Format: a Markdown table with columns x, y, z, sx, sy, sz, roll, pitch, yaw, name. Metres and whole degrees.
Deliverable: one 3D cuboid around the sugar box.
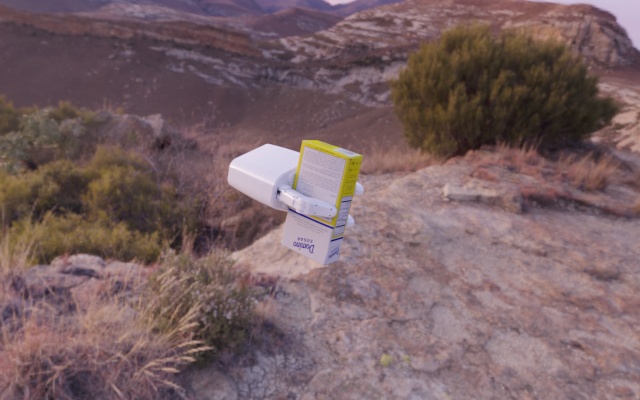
| x | y | z | sx | sy | sz | roll | pitch | yaw | name |
| --- | --- | --- | --- | --- | --- | --- | --- | --- | --- |
| 0.000 | 0.002 | 0.749 | 0.093 | 0.176 | 0.048 | 23 | 21 | 31 | sugar box |
